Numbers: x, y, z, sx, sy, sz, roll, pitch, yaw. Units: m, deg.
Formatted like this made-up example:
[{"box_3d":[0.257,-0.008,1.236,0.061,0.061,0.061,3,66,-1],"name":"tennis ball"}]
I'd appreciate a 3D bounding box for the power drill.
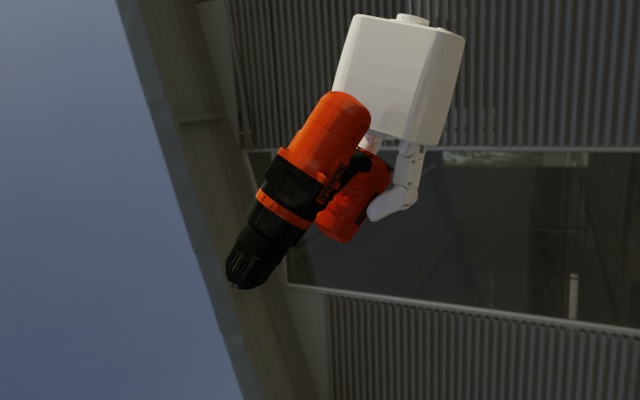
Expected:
[{"box_3d":[0.000,0.001,0.458,0.057,0.184,0.187,36,7,17],"name":"power drill"}]
